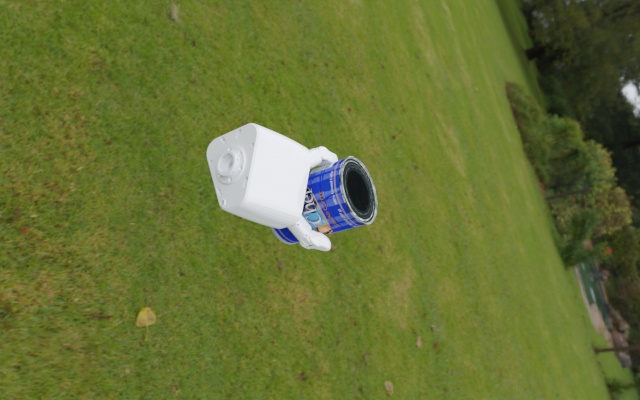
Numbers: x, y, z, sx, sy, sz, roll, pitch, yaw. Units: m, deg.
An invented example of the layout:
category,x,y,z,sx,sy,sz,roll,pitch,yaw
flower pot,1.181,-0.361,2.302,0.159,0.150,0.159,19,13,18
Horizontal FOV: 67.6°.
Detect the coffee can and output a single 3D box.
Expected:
category,x,y,z,sx,sy,sz,roll,pitch,yaw
coffee can,0.000,0.003,0.723,0.140,0.103,0.103,-17,-9,31
